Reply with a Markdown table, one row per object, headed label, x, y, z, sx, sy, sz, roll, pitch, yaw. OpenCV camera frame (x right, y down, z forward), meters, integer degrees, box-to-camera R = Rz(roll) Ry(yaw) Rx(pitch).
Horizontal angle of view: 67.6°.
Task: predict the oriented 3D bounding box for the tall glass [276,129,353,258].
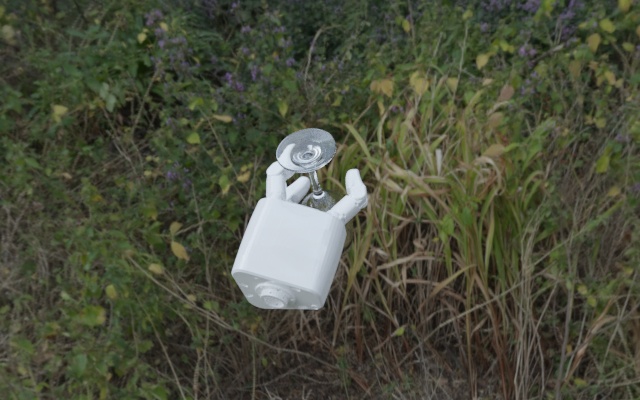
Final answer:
| label | x | y | z | sx | sy | sz | roll | pitch | yaw |
| --- | --- | --- | --- | --- | --- | --- | --- | --- | --- |
| tall glass | 0.000 | 0.002 | 0.649 | 0.079 | 0.079 | 0.201 | 0 | -39 | 14 |
